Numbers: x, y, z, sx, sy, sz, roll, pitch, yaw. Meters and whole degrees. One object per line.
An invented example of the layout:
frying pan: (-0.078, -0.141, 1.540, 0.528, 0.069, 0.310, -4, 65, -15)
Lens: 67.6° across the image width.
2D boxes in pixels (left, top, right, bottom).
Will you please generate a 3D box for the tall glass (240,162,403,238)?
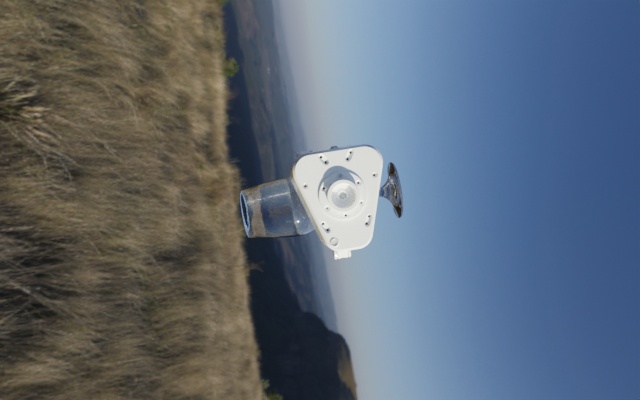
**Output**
tall glass: (0.001, 0.002, 0.620, 0.201, 0.079, 0.079, -9, 0, -2)
